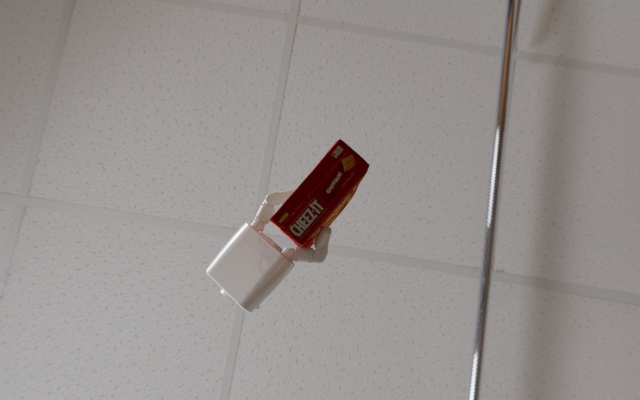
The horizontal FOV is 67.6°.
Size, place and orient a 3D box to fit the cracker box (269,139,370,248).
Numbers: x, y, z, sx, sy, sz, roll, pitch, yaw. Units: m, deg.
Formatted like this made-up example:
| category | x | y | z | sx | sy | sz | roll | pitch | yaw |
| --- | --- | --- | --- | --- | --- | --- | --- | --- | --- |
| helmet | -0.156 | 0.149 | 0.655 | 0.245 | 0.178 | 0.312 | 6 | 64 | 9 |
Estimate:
| category | x | y | z | sx | sy | sz | roll | pitch | yaw |
| --- | --- | --- | --- | --- | --- | --- | --- | --- | --- |
| cracker box | 0.000 | 0.003 | 0.811 | 0.072 | 0.164 | 0.214 | 40 | -6 | 4 |
